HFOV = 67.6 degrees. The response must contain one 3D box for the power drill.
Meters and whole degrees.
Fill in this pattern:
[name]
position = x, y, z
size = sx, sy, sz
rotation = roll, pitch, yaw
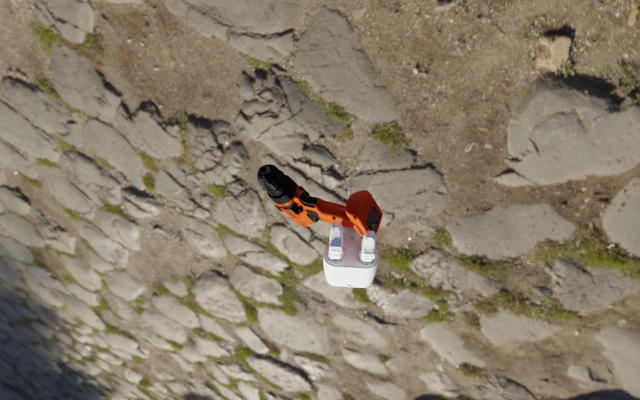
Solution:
[power drill]
position = 0.001, 0.003, 0.811
size = 0.187, 0.057, 0.184
rotation = 13, -19, 30
